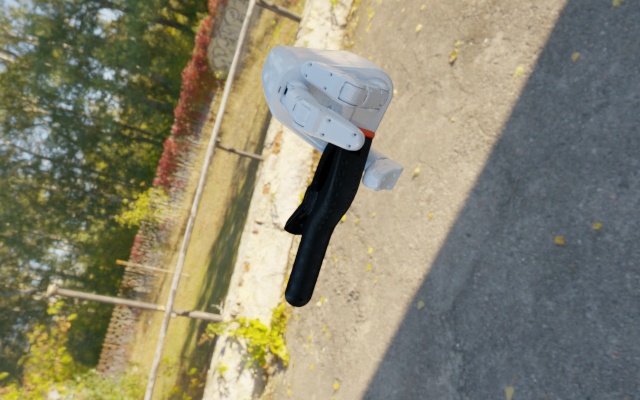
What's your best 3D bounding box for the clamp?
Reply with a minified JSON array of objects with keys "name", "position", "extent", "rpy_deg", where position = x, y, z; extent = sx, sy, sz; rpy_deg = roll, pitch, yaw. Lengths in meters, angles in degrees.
[{"name":"clamp","position":[0.000,0.001,0.450],"extent":[0.039,0.171,0.120],"rpy_deg":[16,23,-22]}]
